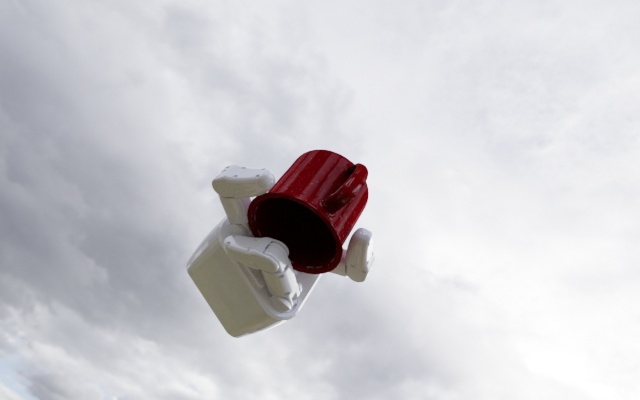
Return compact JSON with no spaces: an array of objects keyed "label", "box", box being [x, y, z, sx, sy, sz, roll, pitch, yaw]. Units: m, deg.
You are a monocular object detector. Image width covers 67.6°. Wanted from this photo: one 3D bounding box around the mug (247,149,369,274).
[{"label":"mug","box":[0.001,0.001,0.429,0.117,0.093,0.081,-38,12,47]}]
